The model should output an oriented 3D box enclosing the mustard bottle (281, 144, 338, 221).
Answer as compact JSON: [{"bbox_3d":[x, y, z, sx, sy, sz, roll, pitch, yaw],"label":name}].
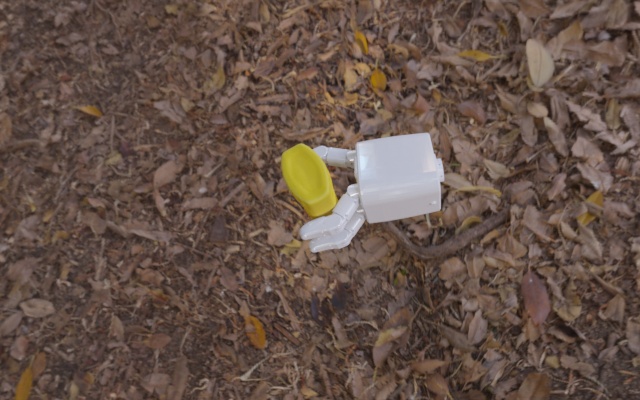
[{"bbox_3d":[0.000,0.002,0.704,0.058,0.096,0.192,-30,-28,-1],"label":"mustard bottle"}]
